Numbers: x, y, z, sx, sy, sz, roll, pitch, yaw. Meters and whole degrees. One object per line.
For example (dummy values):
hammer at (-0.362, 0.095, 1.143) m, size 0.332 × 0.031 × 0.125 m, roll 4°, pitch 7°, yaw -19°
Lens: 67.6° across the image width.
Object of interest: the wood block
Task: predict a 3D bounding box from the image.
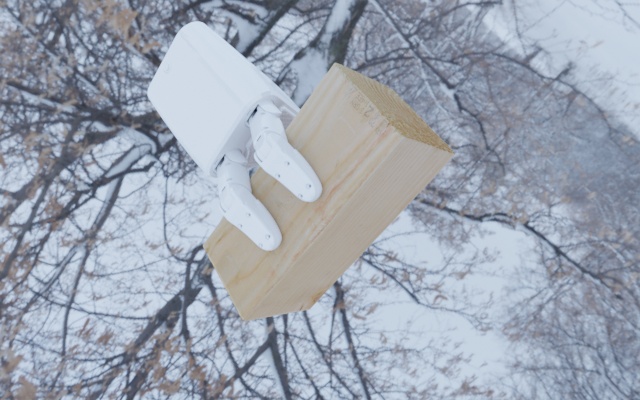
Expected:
wood block at (0.000, 0.001, 0.412) m, size 0.091 × 0.090 × 0.206 m, roll 4°, pitch -48°, yaw -51°
